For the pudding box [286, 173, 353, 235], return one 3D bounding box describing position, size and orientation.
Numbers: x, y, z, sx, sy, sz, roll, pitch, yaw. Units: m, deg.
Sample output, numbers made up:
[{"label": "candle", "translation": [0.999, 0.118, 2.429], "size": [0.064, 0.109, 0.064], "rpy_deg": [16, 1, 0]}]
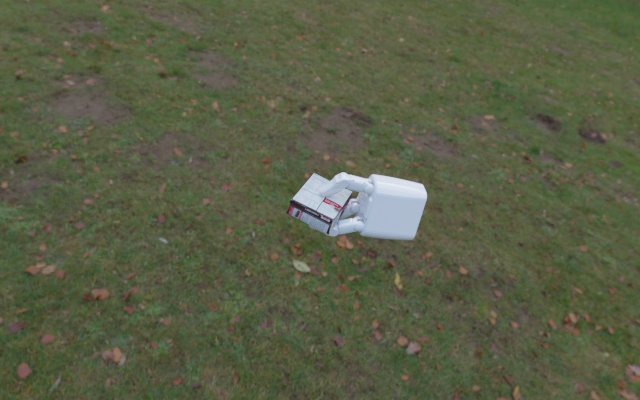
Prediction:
[{"label": "pudding box", "translation": [0.000, 0.003, 0.895], "size": [0.090, 0.039, 0.113], "rpy_deg": [26, 35, 8]}]
